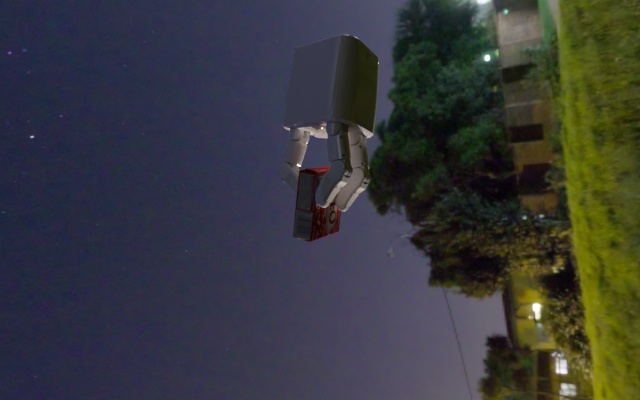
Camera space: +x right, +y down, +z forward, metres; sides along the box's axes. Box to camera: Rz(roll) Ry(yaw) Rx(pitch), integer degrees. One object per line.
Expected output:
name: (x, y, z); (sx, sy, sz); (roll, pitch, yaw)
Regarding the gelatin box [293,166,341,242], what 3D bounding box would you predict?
gelatin box: (0.000, 0.002, 0.610); (0.030, 0.089, 0.073); (13, 13, 29)
